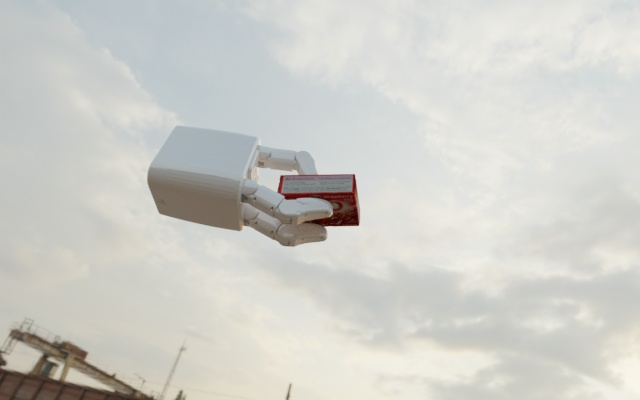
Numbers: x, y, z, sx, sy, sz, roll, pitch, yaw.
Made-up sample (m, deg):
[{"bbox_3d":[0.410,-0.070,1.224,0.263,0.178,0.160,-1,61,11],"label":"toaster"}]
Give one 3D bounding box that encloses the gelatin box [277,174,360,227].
[{"bbox_3d":[0.000,0.001,0.561,0.089,0.030,0.073,-1,-34,9],"label":"gelatin box"}]
